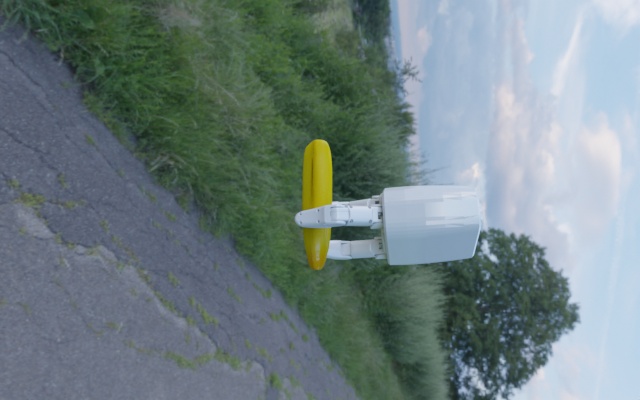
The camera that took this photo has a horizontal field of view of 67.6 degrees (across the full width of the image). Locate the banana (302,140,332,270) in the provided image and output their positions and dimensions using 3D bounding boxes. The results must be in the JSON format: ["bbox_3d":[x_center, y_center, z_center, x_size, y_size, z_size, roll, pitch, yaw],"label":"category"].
[{"bbox_3d":[-0.002,-0.012,0.603,0.037,0.197,0.070,-4,-38,6],"label":"banana"}]
